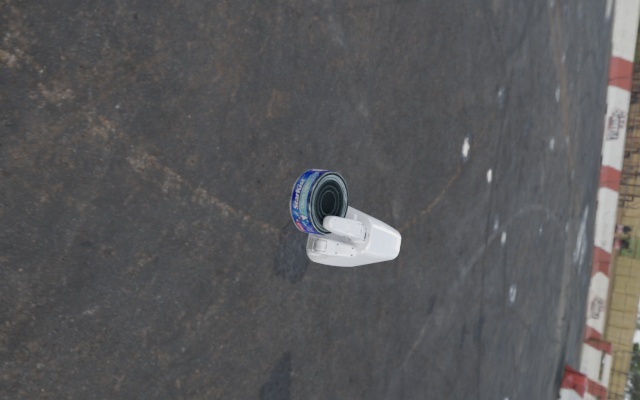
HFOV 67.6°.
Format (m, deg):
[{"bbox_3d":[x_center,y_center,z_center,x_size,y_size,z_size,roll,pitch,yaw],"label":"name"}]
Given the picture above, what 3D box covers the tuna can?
[{"bbox_3d":[0.001,0.002,0.624,0.034,0.086,0.086,8,5,39],"label":"tuna can"}]
